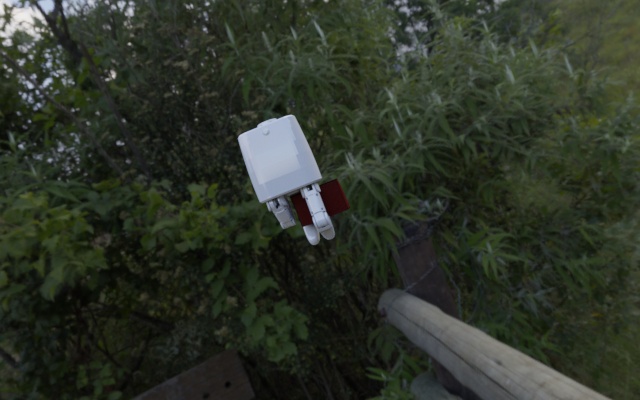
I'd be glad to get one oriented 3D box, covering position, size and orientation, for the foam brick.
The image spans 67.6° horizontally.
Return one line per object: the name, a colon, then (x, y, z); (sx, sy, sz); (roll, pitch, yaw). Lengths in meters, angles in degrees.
foam brick: (0.000, 0.002, 0.738); (0.078, 0.051, 0.053); (-21, 0, 5)
